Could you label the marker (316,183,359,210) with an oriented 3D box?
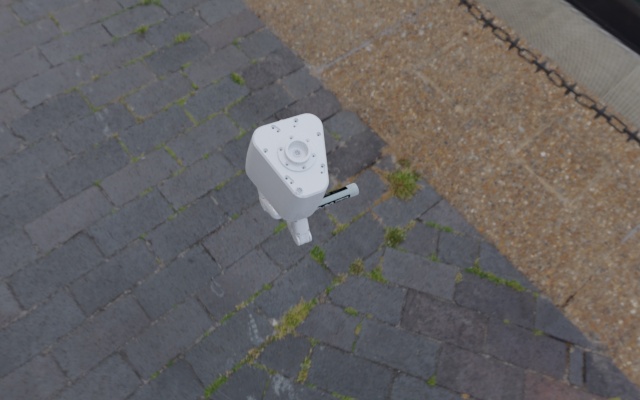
[{"bbox_3d":[0.000,0.002,0.709,0.121,0.020,0.020,-20,6,-16],"label":"marker"}]
